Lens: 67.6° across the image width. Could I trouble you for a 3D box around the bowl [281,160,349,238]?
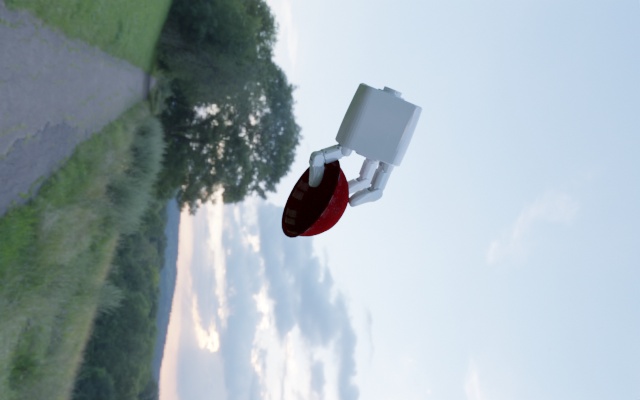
[{"bbox_3d":[0.000,0.004,0.831,0.055,0.162,0.162,31,-15,-26],"label":"bowl"}]
